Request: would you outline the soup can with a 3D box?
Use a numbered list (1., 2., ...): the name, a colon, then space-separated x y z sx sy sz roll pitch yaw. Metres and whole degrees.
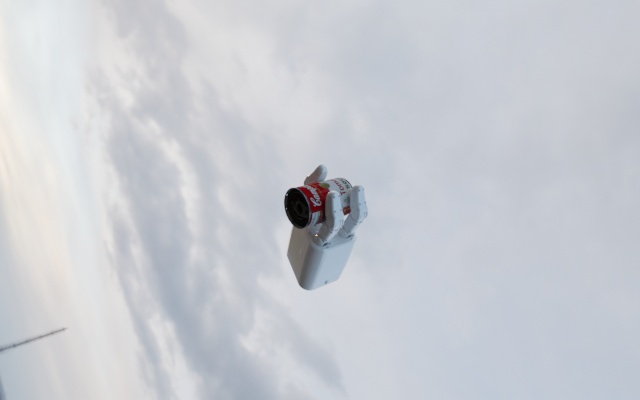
1. soup can: 0.000 0.002 0.795 0.102 0.068 0.068 -15 9 -37
